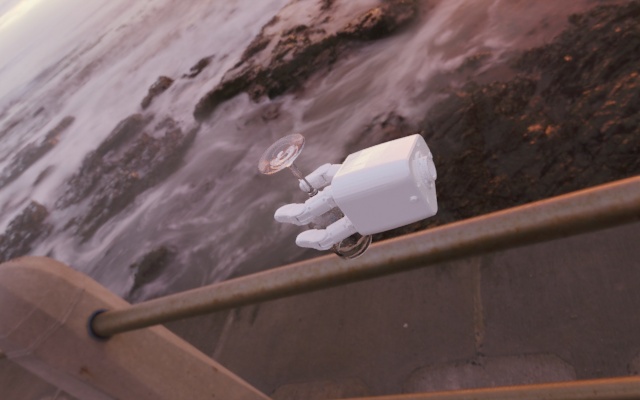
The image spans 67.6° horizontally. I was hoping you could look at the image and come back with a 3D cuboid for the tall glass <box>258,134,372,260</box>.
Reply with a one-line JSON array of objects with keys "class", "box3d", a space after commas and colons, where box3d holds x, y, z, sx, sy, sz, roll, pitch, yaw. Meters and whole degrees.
[{"class": "tall glass", "box3d": [0.000, 0.002, 0.686, 0.079, 0.079, 0.201, 0, -41, 44]}]
